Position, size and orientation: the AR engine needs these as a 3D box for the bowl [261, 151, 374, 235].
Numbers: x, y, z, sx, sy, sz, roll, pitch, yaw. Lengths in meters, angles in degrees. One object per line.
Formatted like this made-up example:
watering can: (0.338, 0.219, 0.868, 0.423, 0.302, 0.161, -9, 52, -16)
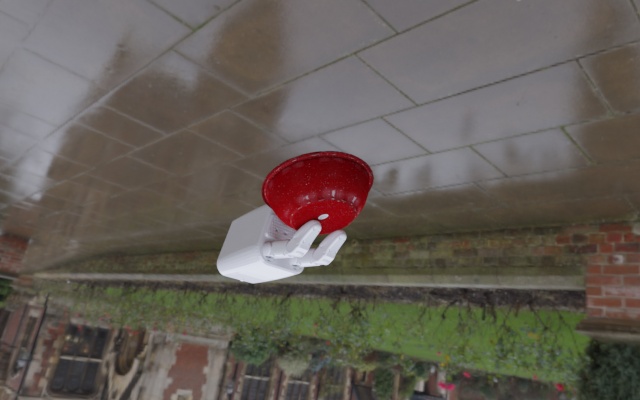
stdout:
bowl: (0.001, 0.002, 0.666, 0.162, 0.055, 0.162, -7, -33, -5)
